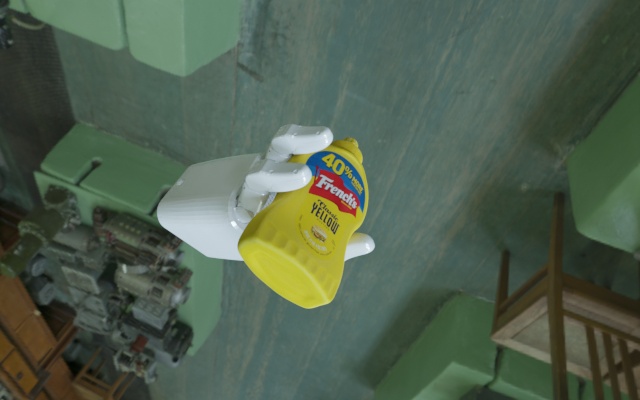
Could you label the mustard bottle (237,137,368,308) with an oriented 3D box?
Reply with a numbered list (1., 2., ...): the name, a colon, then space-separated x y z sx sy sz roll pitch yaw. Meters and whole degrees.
1. mustard bottle: 0.000 0.002 0.466 0.096 0.191 0.058 43 -44 -18
